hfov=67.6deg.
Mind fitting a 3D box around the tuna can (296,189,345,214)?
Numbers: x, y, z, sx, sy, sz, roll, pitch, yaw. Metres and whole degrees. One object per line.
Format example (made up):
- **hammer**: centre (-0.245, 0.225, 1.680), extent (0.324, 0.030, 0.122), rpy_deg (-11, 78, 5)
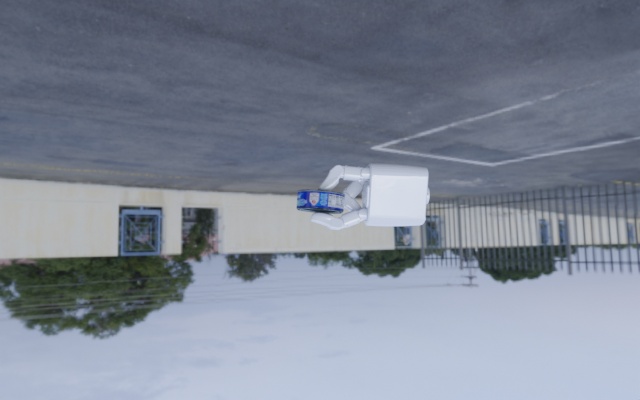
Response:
- **tuna can**: centre (0.000, 0.003, 0.849), extent (0.086, 0.033, 0.086), rpy_deg (5, -6, 0)
